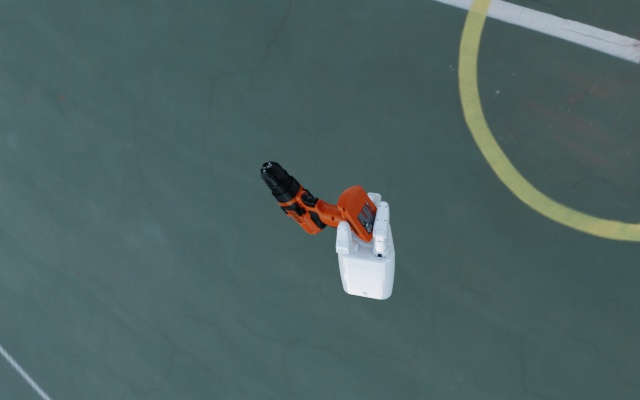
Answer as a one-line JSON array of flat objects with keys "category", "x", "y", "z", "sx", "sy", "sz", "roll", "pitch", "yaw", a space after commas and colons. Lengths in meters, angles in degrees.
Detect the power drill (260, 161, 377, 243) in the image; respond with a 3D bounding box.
[{"category": "power drill", "x": 0.001, "y": 0.003, "z": 0.822, "sx": 0.187, "sy": 0.057, "sz": 0.184, "roll": 11, "pitch": -29, "yaw": 44}]
